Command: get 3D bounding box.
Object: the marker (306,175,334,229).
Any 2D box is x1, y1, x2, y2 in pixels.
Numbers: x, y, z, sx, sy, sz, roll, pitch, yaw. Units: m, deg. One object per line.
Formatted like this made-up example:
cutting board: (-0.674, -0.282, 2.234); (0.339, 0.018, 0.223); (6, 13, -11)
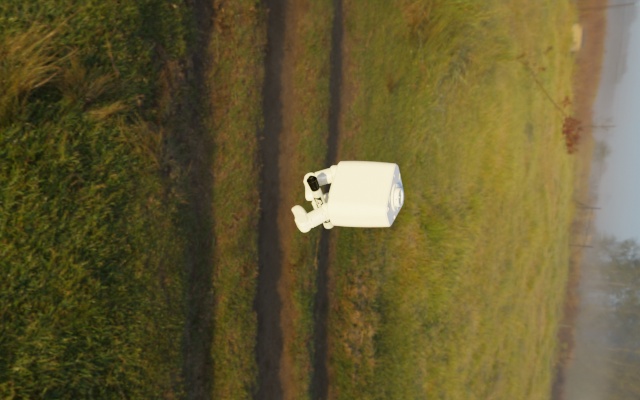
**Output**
marker: (0.000, 0.003, 0.840); (0.020, 0.121, 0.020); (-12, 42, 11)
